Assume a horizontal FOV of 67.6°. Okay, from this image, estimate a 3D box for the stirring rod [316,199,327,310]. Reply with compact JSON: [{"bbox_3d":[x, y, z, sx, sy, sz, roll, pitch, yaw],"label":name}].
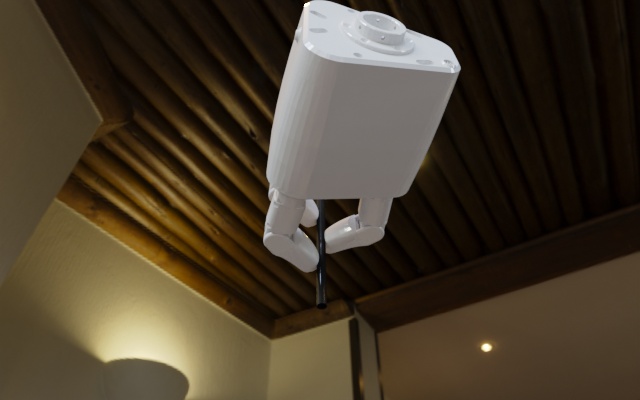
[{"bbox_3d":[0.000,0.002,0.453,0.011,0.011,0.239,0,41,-1],"label":"stirring rod"}]
